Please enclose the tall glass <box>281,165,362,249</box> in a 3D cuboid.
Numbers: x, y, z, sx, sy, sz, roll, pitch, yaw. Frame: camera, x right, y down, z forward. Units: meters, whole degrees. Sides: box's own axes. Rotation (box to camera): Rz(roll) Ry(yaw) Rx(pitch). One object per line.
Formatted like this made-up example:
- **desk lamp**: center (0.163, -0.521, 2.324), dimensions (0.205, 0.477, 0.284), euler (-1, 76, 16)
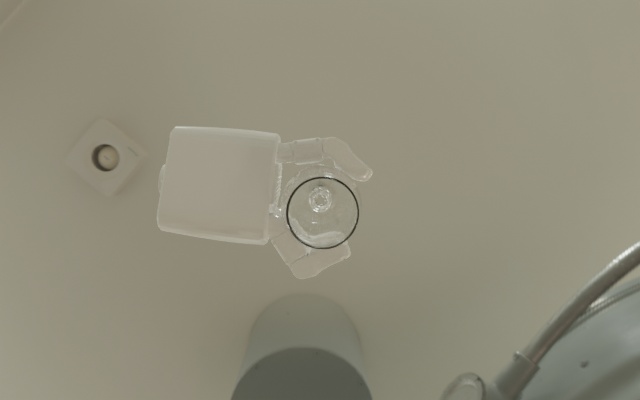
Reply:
- **tall glass**: center (0.000, 0.002, 0.496), dimensions (0.079, 0.079, 0.201), euler (0, 5, -1)
